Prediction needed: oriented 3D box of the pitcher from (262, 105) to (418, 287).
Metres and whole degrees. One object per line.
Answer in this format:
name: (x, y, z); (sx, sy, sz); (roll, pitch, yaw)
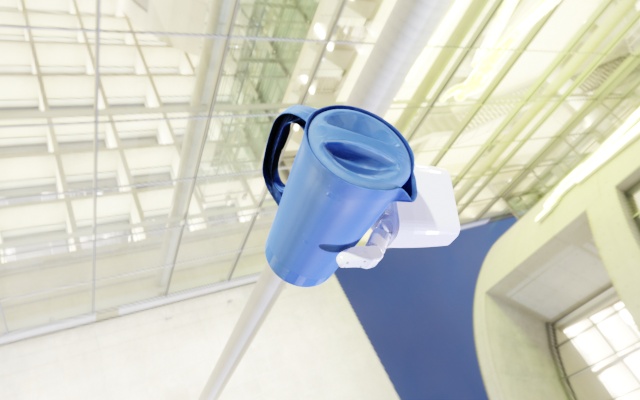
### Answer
pitcher: (0.000, 0.002, 0.614); (0.145, 0.149, 0.243); (1, -39, -24)
